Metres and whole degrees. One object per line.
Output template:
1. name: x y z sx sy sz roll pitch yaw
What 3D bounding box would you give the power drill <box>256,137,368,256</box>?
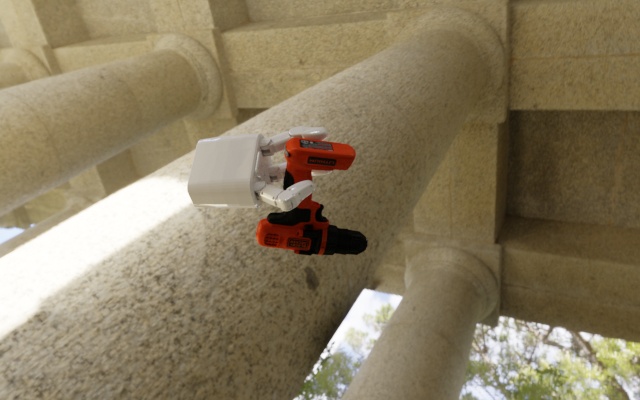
1. power drill: 0.000 0.002 0.751 0.184 0.188 0.057 6 25 -11
